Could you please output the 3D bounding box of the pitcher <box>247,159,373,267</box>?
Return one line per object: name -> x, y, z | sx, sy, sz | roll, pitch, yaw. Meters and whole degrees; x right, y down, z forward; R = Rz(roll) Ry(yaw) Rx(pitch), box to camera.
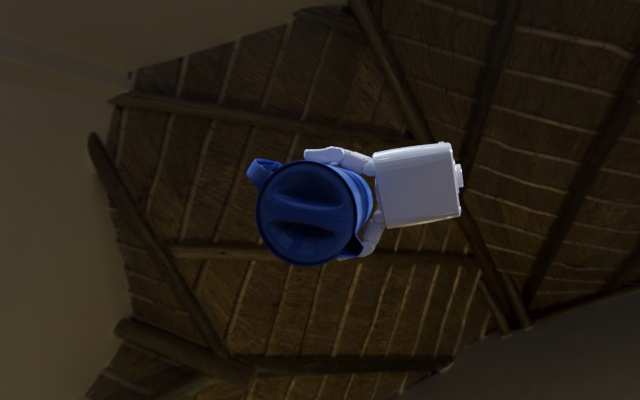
pitcher -> 0.000, 0.002, 0.703 | 0.145, 0.149, 0.243 | -10, 2, 14
